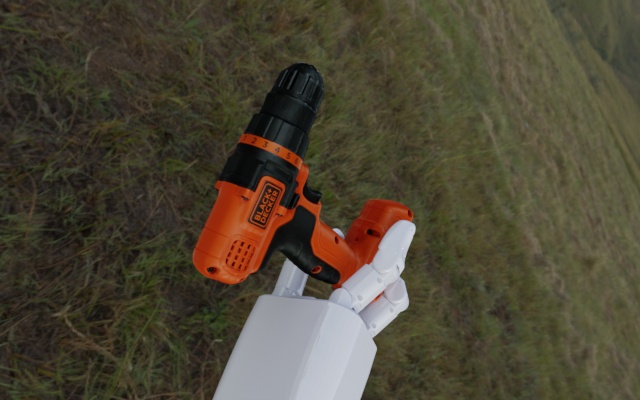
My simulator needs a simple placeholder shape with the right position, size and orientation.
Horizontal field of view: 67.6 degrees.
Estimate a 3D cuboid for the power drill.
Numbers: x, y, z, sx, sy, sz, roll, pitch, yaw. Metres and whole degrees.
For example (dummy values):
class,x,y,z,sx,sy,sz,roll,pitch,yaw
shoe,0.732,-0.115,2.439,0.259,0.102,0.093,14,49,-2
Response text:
class,x,y,z,sx,sy,sz,roll,pitch,yaw
power drill,0.000,0.002,0.417,0.188,0.184,0.057,29,-8,-37
